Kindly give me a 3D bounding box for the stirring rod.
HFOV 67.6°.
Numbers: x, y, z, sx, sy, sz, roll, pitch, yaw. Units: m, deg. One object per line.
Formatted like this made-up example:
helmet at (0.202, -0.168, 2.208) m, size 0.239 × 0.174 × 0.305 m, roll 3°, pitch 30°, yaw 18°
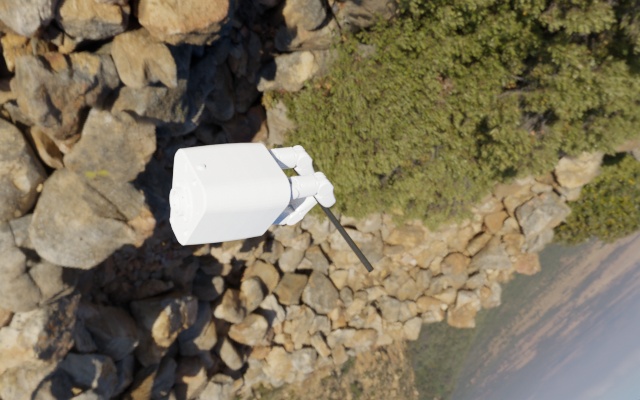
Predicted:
stirring rod at (0.000, 0.002, 0.632) m, size 0.011 × 0.011 × 0.239 m, roll 0°, pitch 42°, yaw -42°
